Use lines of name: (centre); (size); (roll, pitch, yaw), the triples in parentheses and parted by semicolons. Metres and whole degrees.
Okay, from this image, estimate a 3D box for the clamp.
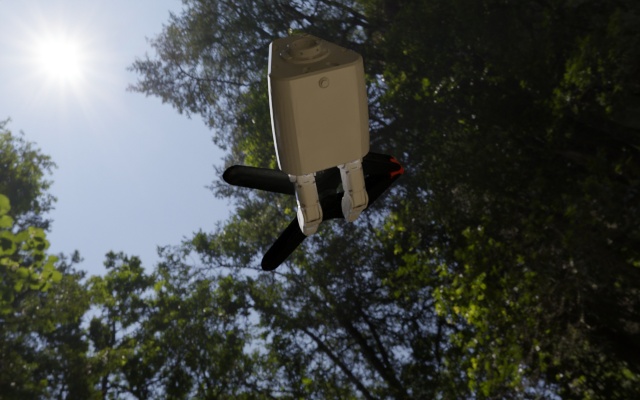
clamp: (0.000, 0.001, 0.576); (0.210, 0.165, 0.036); (-17, 43, -13)
